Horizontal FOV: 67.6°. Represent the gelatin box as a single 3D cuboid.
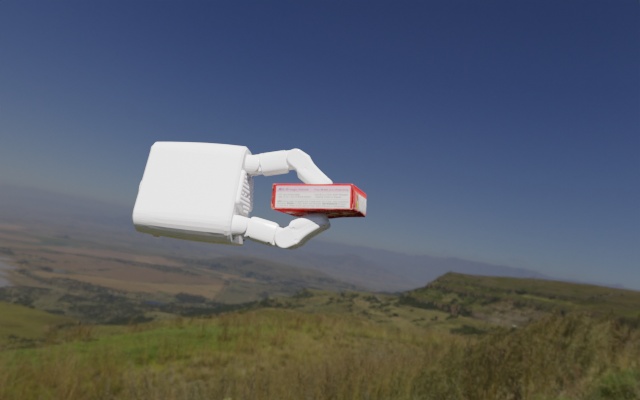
[{"bbox_3d":[0.000,0.001,0.520,0.089,0.030,0.073,0,-8,16],"label":"gelatin box"}]
